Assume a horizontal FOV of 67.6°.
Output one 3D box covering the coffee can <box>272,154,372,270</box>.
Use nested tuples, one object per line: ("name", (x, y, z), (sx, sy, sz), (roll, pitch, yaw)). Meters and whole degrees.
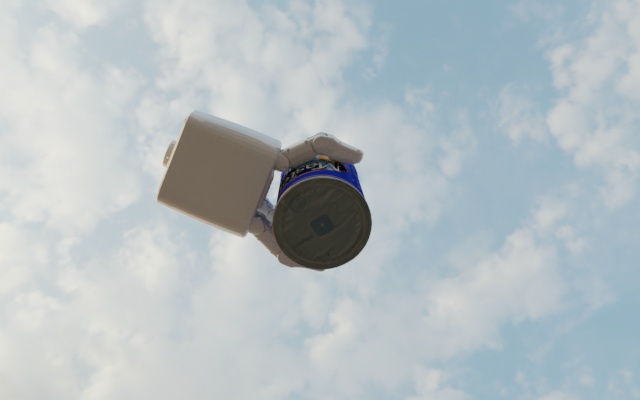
("coffee can", (0.000, 0.002, 0.553), (0.103, 0.103, 0.140), (0, 20, -1))
